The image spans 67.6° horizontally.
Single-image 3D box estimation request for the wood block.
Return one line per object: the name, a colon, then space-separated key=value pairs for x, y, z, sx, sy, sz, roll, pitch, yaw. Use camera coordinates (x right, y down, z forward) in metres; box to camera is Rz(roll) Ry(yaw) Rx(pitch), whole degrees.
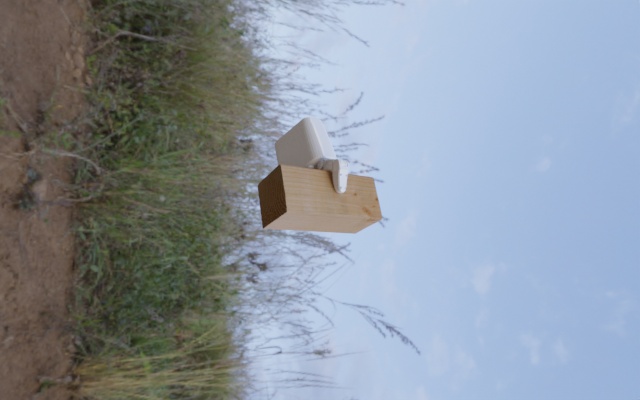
wood block: x=0.000 y=0.002 z=0.878 sx=0.206 sy=0.090 sz=0.091 roll=5 pitch=-25 yaw=-33
